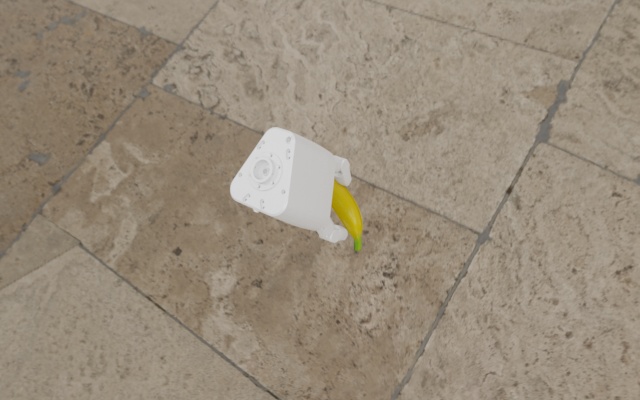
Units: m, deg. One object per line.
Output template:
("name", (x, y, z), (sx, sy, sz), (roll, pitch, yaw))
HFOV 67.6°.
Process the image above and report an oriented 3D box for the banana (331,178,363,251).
("banana", (0.010, -0.009, 0.767), (0.037, 0.070, 0.197), (-6, 46, -44))
